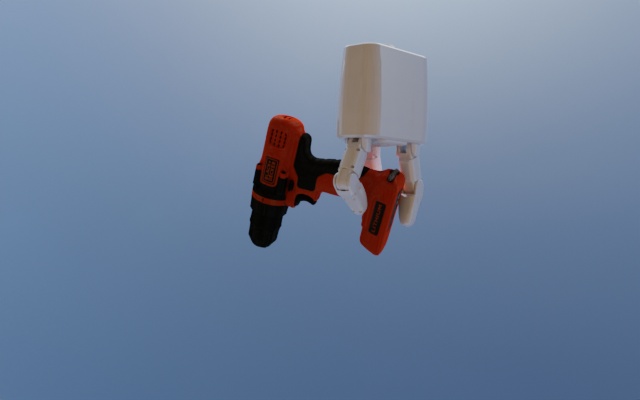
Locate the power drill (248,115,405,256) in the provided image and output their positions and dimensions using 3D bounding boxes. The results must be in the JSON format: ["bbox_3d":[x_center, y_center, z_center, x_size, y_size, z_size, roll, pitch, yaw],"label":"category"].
[{"bbox_3d":[0.001,0.002,0.607,0.187,0.184,0.057,19,24,12],"label":"power drill"}]
